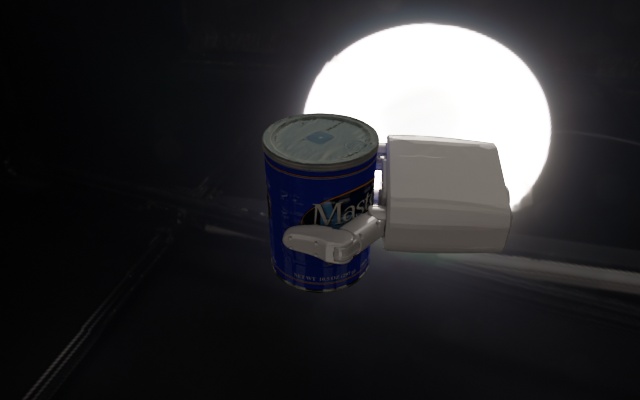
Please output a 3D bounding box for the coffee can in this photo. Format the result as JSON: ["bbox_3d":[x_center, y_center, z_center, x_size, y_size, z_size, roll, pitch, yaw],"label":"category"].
[{"bbox_3d":[0.000,0.001,0.455,0.103,0.140,0.102,0,34,0],"label":"coffee can"}]
